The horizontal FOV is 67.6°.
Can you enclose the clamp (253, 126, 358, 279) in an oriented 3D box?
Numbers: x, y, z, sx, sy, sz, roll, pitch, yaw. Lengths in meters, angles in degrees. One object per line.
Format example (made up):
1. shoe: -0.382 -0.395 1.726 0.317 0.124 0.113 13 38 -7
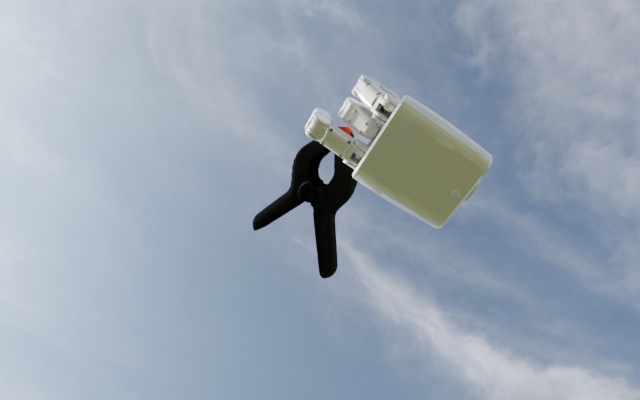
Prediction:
1. clamp: 0.000 0.001 0.540 0.120 0.171 0.039 38 26 12
